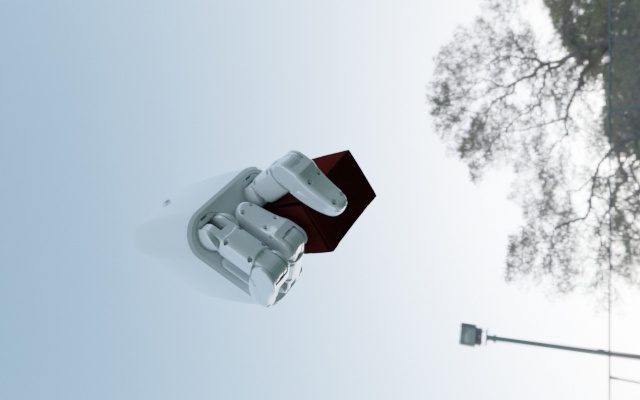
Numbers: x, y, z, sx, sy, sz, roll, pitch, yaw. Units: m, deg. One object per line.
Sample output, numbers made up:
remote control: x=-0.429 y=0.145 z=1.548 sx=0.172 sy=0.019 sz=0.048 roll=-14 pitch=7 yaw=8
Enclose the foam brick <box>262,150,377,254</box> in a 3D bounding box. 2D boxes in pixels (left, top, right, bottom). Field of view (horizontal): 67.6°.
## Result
foam brick: x=0.000 y=0.001 z=0.408 sx=0.051 sy=0.053 sz=0.078 roll=-10 pitch=29 yaw=46
